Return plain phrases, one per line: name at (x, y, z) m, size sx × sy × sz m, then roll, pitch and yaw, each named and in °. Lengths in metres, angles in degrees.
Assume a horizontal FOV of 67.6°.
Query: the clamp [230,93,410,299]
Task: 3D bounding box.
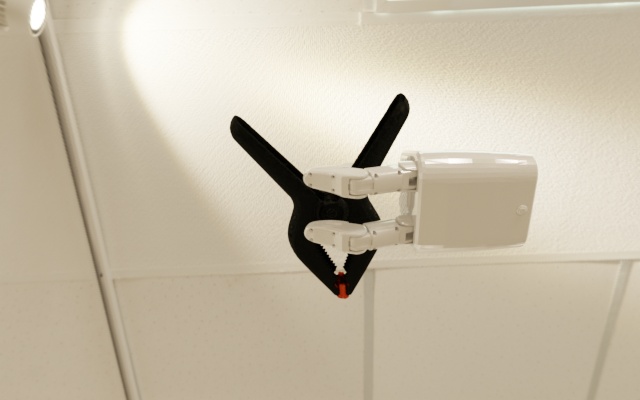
clamp at (0.000, 0.002, 0.470) m, size 0.164 × 0.210 × 0.036 m, roll 0°, pitch 23°, yaw 2°
